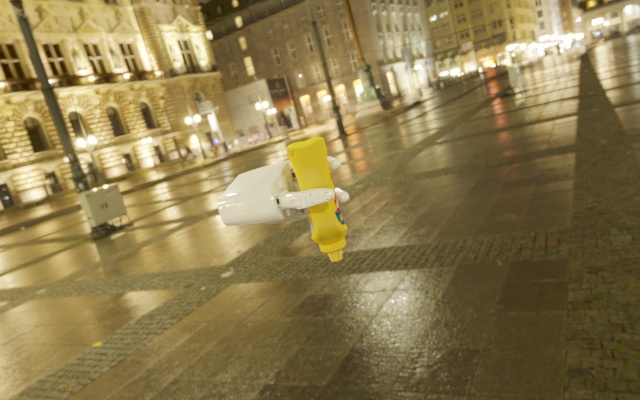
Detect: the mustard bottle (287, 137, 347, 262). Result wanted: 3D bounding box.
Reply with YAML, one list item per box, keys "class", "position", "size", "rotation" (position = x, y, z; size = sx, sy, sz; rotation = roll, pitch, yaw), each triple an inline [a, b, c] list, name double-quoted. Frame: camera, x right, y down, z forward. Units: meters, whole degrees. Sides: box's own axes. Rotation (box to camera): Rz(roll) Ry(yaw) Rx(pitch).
- class: "mustard bottle"
  position: [0.000, 0.002, 0.728]
  size: [0.058, 0.192, 0.096]
  rotation: [-15, 10, 0]
